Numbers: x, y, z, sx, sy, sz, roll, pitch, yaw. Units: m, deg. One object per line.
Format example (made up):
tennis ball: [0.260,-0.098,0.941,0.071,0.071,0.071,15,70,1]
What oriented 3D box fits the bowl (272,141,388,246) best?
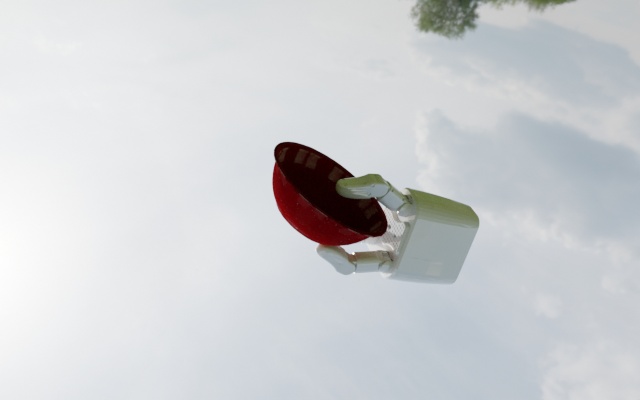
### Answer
bowl: [-0.001,0.002,0.565,0.162,0.055,0.162,32,23,-16]
